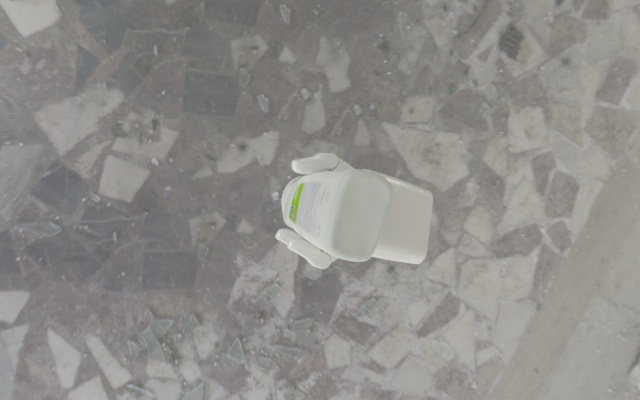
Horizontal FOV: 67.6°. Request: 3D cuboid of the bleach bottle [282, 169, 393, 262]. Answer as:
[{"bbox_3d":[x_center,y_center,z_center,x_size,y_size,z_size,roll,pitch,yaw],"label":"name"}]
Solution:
[{"bbox_3d":[0.000,0.002,0.621,0.068,0.102,0.251,15,3,-21],"label":"bleach bottle"}]
